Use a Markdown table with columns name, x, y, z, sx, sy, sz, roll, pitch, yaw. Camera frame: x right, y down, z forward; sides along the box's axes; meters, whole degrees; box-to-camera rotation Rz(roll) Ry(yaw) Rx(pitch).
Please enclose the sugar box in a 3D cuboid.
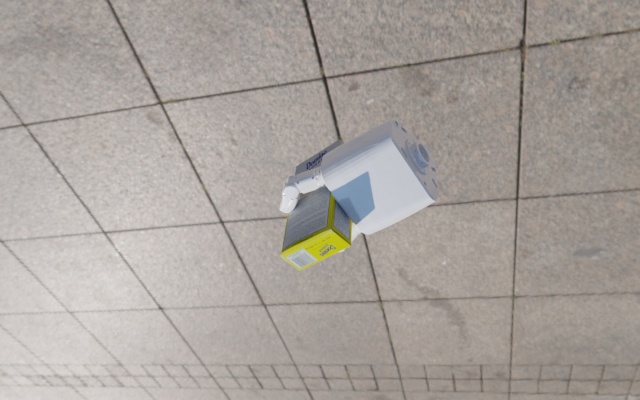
| name | x | y | z | sx | sy | sz | roll | pitch | yaw |
| --- | --- | --- | --- | --- | --- | --- | --- | --- | --- |
| sugar box | 0.001 | 0.003 | 0.661 | 0.093 | 0.176 | 0.048 | -29 | -57 | 32 |
